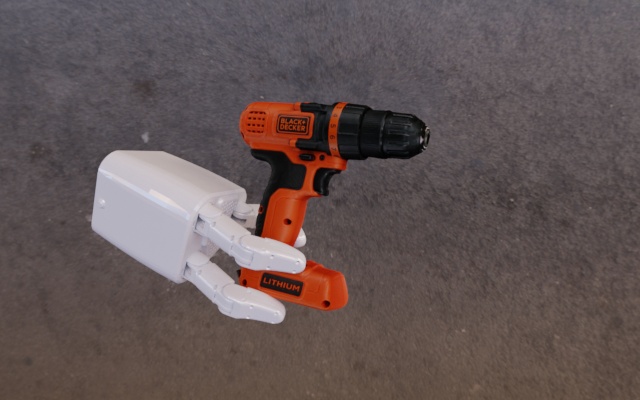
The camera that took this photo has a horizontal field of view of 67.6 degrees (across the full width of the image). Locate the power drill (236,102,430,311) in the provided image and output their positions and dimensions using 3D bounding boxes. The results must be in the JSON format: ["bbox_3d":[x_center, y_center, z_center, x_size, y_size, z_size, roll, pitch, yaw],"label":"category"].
[{"bbox_3d":[0.000,0.002,0.447,0.184,0.187,0.057,9,1,25],"label":"power drill"}]
